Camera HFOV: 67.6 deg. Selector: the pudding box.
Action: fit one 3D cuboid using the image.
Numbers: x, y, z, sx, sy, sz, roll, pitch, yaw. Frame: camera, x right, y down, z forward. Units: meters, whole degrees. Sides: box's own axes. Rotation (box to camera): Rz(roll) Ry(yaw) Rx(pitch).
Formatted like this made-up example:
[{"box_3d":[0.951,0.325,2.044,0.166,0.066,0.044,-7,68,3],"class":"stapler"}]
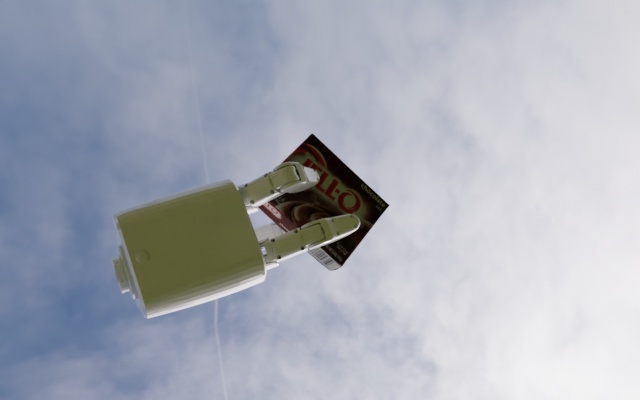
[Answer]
[{"box_3d":[0.000,0.002,0.484,0.090,0.113,0.039,-48,4,-28],"class":"pudding box"}]
